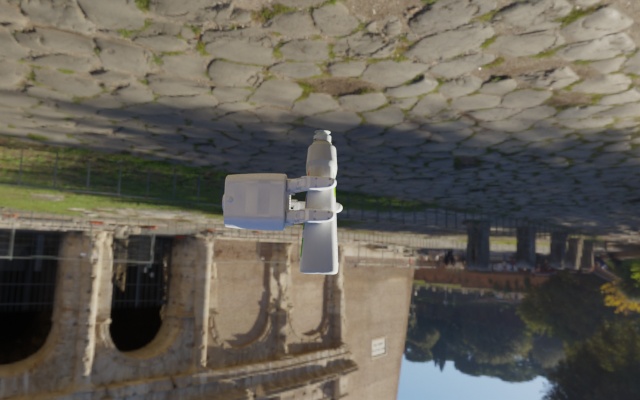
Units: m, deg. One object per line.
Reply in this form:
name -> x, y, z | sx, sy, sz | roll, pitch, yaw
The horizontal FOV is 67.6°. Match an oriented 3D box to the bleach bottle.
bleach bottle -> 0.000, 0.003, 0.847 | 0.068, 0.251, 0.102 | 2, -8, 0
